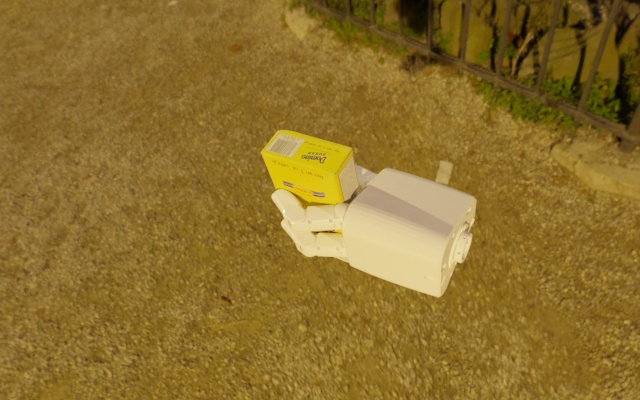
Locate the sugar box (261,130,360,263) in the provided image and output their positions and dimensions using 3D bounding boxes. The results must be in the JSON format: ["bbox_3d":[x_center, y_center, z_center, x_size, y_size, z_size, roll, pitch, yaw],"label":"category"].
[{"bbox_3d":[0.000,0.002,0.554,0.093,0.048,0.176,19,-33,26],"label":"sugar box"}]
